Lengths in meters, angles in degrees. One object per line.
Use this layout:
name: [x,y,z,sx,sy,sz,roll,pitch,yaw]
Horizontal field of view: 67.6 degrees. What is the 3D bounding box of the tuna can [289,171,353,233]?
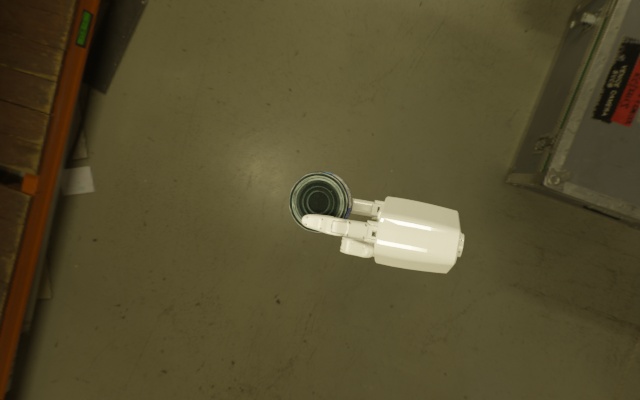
tuna can: [0.000,0.002,0.663,0.086,0.086,0.034,0,3,14]
